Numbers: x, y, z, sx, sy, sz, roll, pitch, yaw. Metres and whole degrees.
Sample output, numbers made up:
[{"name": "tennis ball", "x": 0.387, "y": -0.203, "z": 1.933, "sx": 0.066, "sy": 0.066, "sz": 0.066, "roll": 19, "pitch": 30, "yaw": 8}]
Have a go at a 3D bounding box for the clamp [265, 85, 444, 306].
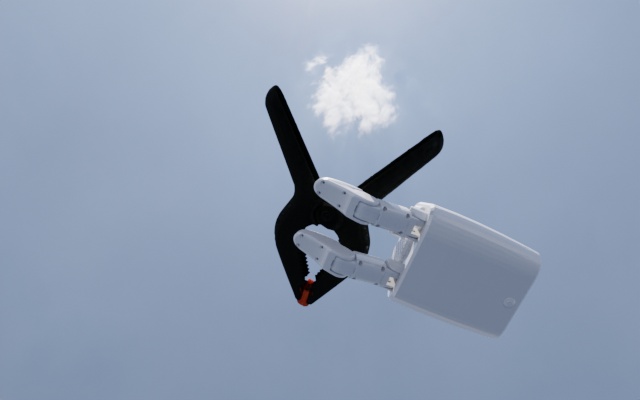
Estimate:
[{"name": "clamp", "x": 0.000, "y": 0.002, "z": 0.458, "sx": 0.164, "sy": 0.210, "sz": 0.036, "roll": 23, "pitch": 19, "yaw": 4}]
